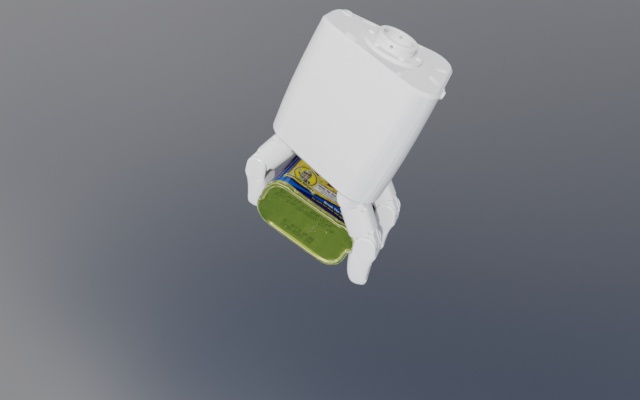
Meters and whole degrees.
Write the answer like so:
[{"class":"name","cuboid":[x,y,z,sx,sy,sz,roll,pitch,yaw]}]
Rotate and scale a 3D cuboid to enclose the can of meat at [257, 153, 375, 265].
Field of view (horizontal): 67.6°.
[{"class":"can of meat","cuboid":[0.000,0.002,0.461,0.102,0.057,0.084,35,38,1]}]
